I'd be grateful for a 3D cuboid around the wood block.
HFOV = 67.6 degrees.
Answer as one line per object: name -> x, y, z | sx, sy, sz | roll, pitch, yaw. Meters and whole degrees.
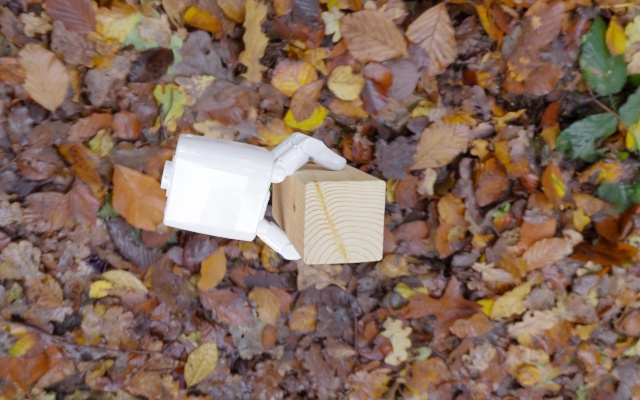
wood block -> 0.000, 0.002, 0.597 | 0.090, 0.091, 0.206 | -1, 13, -15
